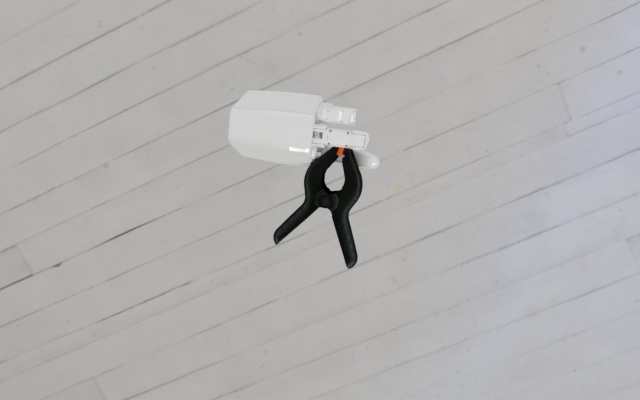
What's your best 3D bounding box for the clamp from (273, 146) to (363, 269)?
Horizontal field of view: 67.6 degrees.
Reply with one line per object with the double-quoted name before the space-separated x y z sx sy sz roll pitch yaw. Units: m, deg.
"clamp" 0.000 0.002 0.644 0.120 0.171 0.039 8 10 4
